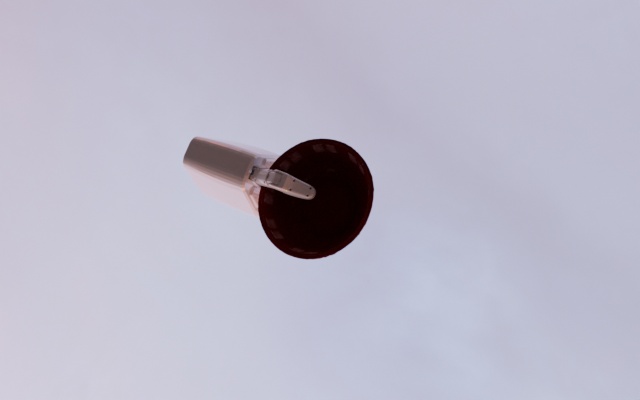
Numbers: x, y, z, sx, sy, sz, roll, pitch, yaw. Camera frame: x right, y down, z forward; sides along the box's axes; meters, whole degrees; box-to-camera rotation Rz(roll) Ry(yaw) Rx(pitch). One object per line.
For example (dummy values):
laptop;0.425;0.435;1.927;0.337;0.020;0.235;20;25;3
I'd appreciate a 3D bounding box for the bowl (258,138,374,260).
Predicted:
bowl;0.001;0.003;0.635;0.162;0.162;0.055;0;-15;23
